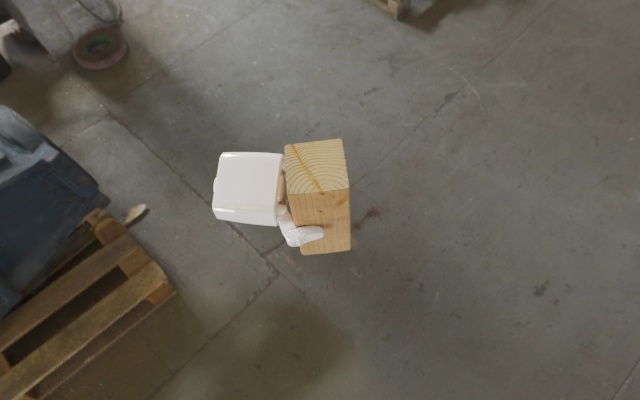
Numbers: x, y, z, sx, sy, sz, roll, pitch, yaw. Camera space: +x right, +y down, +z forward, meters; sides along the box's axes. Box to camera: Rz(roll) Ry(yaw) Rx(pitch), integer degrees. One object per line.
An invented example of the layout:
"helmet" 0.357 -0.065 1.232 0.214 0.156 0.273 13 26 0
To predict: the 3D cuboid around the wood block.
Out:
"wood block" 0.000 0.003 0.777 0.090 0.090 0.206 -6 -31 1
